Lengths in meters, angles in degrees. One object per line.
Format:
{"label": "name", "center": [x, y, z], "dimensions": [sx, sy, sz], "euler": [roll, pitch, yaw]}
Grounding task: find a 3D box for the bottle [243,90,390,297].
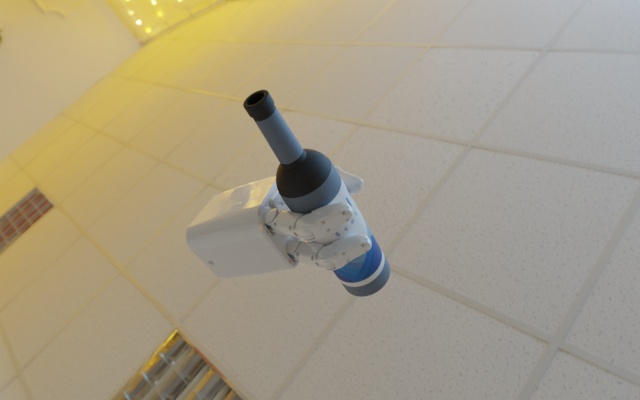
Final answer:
{"label": "bottle", "center": [0.000, 0.002, 0.537], "dimensions": [0.069, 0.069, 0.296], "euler": [0, -41, 33]}
